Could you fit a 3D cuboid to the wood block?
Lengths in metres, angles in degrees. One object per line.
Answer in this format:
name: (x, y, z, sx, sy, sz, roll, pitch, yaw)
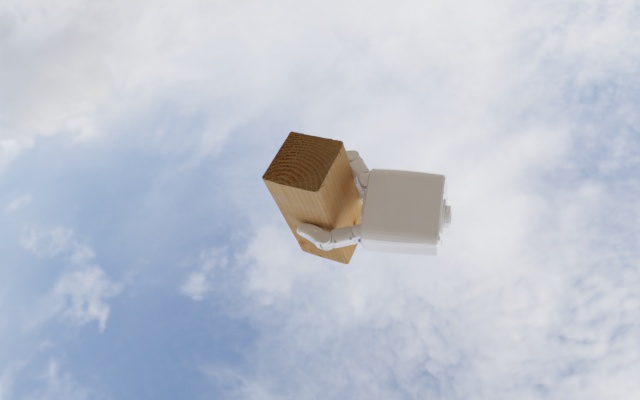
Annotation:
wood block: (0.000, 0.003, 0.728, 0.090, 0.090, 0.206, 14, -29, 25)
